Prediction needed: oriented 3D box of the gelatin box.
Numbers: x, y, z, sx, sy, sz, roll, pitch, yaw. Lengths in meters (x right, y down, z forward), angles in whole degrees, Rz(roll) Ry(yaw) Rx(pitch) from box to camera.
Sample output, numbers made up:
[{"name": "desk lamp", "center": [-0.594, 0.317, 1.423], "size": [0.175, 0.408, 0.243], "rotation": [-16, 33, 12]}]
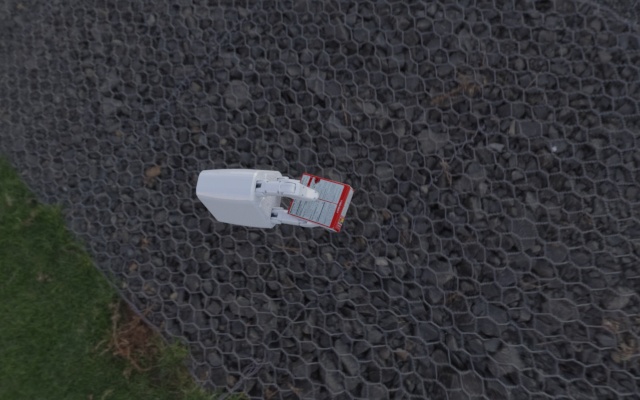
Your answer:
[{"name": "gelatin box", "center": [0.000, 0.002, 0.765], "size": [0.089, 0.073, 0.030], "rotation": [17, -8, 26]}]
